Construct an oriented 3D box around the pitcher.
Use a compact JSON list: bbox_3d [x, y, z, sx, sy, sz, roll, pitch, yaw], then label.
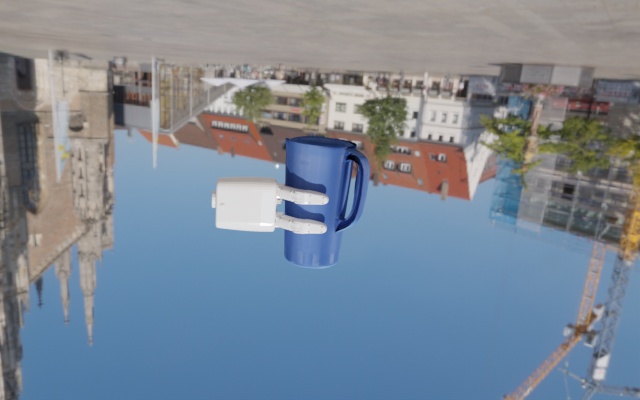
[{"bbox_3d":[0.000,0.003,0.900,0.145,0.243,0.149,2,14,-10],"label":"pitcher"}]
